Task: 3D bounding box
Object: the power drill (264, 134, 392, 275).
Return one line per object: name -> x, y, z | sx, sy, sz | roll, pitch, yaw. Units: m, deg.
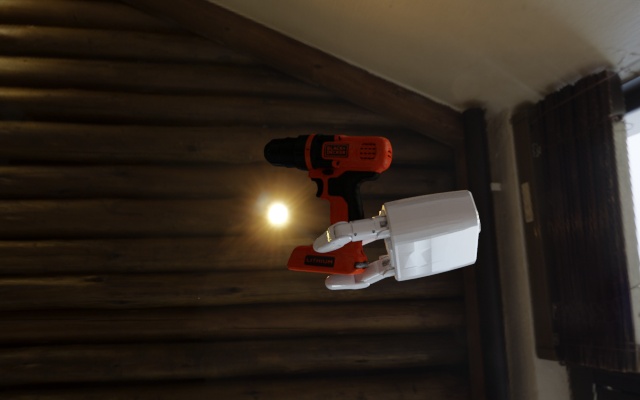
power drill -> 0.000, 0.003, 0.647 | 0.184, 0.187, 0.057 | 3, -2, 24
